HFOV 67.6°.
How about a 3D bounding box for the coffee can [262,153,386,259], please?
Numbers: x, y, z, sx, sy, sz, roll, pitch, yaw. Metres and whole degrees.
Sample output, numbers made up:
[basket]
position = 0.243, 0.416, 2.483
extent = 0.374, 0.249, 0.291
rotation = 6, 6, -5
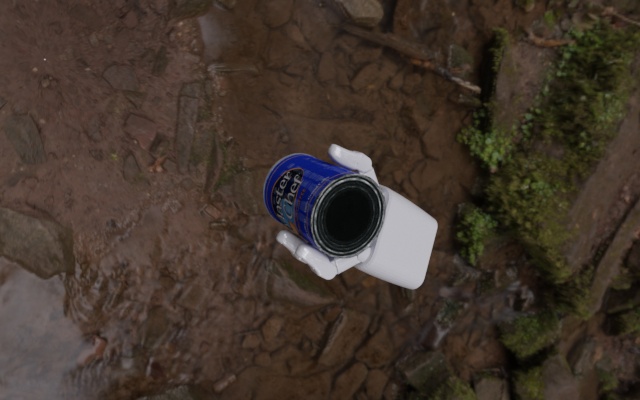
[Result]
[coffee can]
position = 0.000, 0.002, 0.605
extent = 0.103, 0.103, 0.140
rotation = 0, 14, -30
